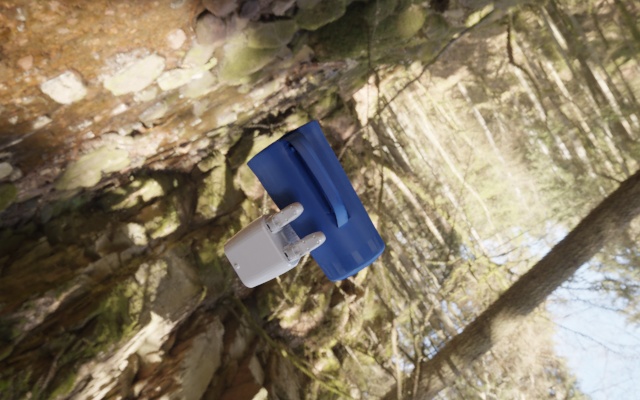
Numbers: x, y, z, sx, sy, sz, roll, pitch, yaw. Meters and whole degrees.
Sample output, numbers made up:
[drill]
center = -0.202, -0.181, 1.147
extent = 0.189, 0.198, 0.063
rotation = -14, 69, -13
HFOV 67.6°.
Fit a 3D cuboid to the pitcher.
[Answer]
[pitcher]
center = 0.000, 0.003, 0.761
extent = 0.145, 0.243, 0.149
rotation = -32, 1, 30
